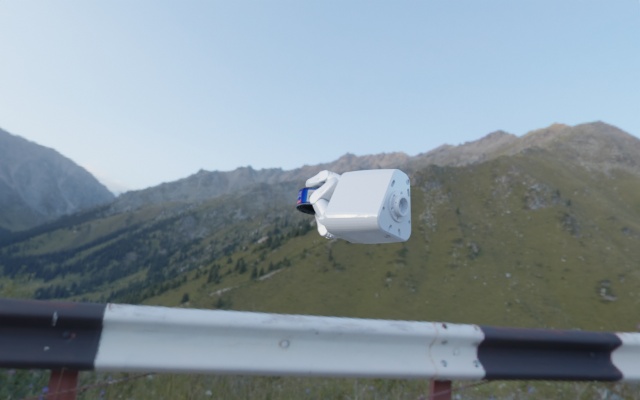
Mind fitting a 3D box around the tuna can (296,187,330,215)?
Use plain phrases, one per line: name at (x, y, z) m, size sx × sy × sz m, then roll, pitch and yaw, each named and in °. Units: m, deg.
tuna can at (0.000, 0.002, 0.872) m, size 0.086 × 0.033 × 0.086 m, roll 6°, pitch -15°, yaw 2°
